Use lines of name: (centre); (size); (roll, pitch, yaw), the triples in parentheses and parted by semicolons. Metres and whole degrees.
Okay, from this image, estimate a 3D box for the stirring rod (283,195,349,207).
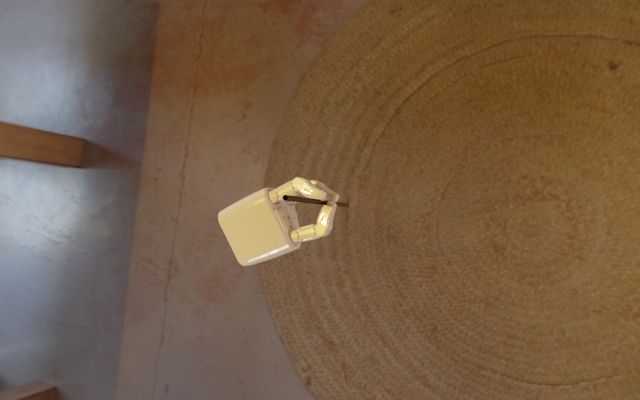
stirring rod: (0.000, 0.003, 0.763); (0.011, 0.011, 0.239); (0, -3, 24)
